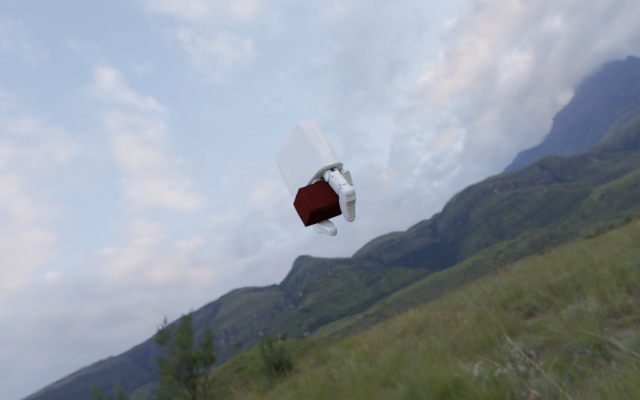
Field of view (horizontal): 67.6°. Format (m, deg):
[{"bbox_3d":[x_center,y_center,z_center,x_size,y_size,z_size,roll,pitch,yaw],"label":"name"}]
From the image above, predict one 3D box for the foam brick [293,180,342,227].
[{"bbox_3d":[0.000,0.003,0.820,0.078,0.051,0.053,-18,-25,-27],"label":"foam brick"}]
